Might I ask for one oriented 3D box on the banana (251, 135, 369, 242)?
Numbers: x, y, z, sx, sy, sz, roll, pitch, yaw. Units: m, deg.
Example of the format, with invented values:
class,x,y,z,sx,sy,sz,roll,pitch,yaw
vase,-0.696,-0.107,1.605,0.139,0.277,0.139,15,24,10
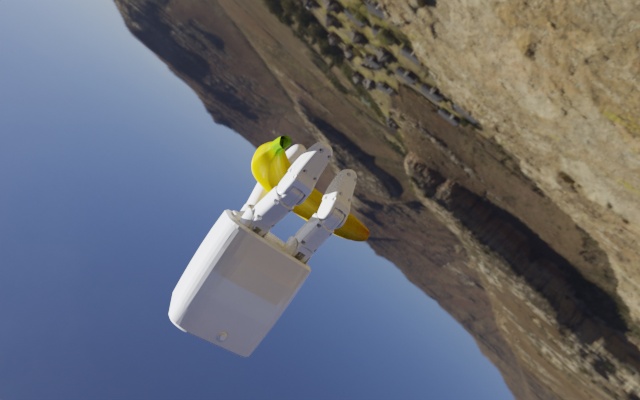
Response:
class,x,y,z,sx,sy,sz,roll,pitch,yaw
banana,-0.016,-0.005,0.498,0.069,0.037,0.198,18,-17,38
